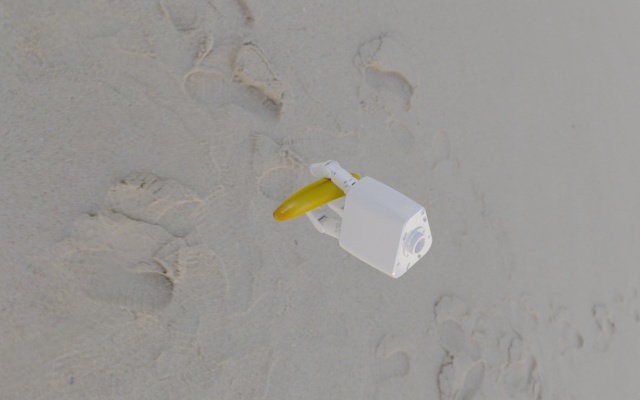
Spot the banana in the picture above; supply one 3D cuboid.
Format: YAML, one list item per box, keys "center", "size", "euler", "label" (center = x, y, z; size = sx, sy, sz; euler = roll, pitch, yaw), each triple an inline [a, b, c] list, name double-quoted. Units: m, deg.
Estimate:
- center: [0.011, -0.011, 0.750]
  size: [0.198, 0.037, 0.070]
  euler: [-18, -29, -47]
  label: "banana"
